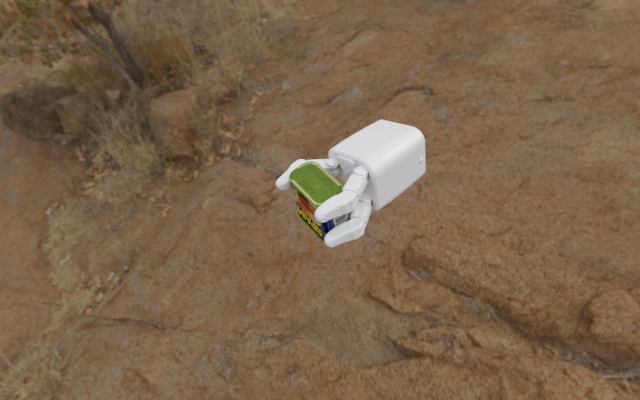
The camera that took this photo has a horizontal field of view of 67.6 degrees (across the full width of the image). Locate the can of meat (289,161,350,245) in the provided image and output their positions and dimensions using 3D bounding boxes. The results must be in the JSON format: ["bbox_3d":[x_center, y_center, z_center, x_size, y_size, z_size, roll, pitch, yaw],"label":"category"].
[{"bbox_3d":[0.000,0.002,0.706,0.057,0.084,0.102,-31,48,-16],"label":"can of meat"}]
